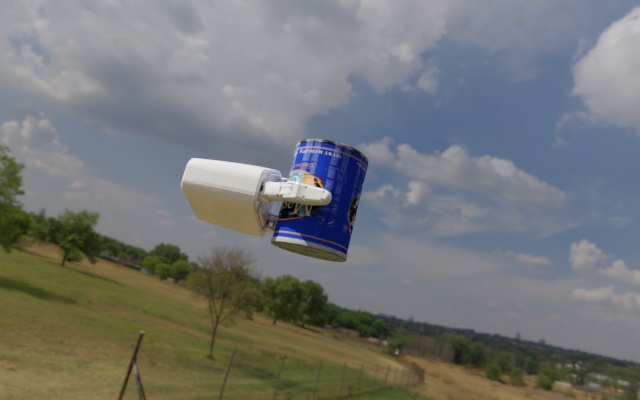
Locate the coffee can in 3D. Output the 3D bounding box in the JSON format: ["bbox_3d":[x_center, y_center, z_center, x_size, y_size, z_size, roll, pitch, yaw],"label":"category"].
[{"bbox_3d":[0.000,0.002,0.642,0.103,0.140,0.103,13,-13,3],"label":"coffee can"}]
